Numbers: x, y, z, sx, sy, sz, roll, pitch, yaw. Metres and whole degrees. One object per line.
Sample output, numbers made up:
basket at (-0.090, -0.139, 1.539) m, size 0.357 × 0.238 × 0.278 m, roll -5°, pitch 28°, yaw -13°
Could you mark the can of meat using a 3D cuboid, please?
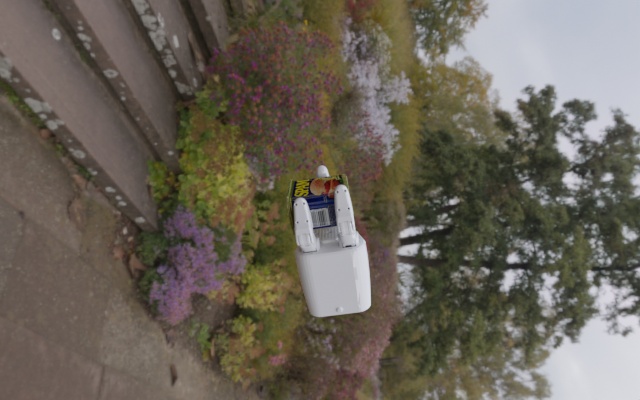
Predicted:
can of meat at (0.000, 0.002, 0.674) m, size 0.084 × 0.057 × 0.102 m, roll -8°, pitch 20°, yaw 3°
